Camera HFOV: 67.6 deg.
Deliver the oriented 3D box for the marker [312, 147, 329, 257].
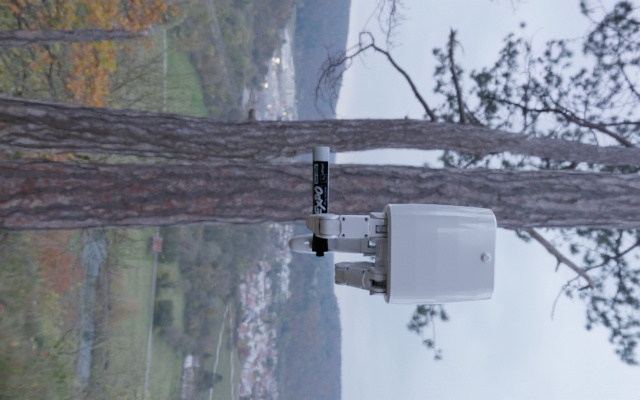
[{"bbox_3d":[0.000,0.002,0.526,0.020,0.121,0.020,0,3,0],"label":"marker"}]
